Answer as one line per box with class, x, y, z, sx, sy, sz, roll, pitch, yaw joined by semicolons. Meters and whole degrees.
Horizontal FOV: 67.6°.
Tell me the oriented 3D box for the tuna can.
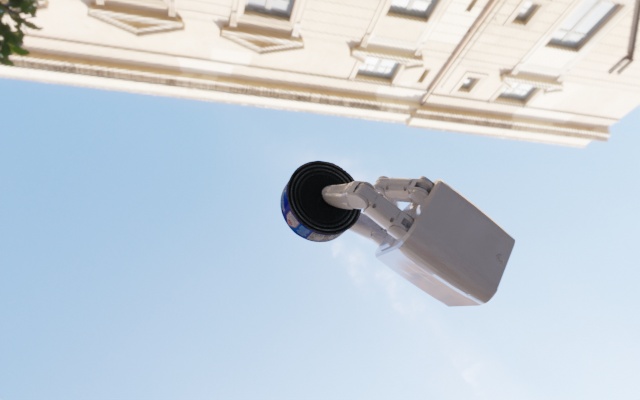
tuna can;0.000;0.002;0.524;0.086;0.086;0.034;0;-22;-21
